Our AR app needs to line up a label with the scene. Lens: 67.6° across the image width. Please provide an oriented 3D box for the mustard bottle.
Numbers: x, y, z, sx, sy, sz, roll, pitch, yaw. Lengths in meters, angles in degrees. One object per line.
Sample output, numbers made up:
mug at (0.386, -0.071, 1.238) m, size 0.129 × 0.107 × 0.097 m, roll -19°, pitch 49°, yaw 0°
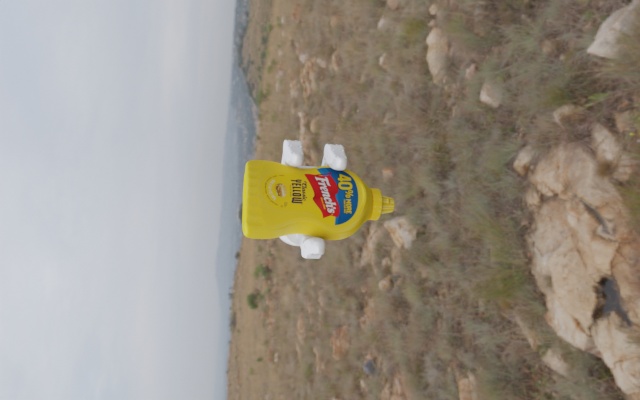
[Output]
mustard bottle at (0.000, 0.002, 0.600) m, size 0.191 × 0.096 × 0.058 m, roll 3°, pitch -29°, yaw -12°
